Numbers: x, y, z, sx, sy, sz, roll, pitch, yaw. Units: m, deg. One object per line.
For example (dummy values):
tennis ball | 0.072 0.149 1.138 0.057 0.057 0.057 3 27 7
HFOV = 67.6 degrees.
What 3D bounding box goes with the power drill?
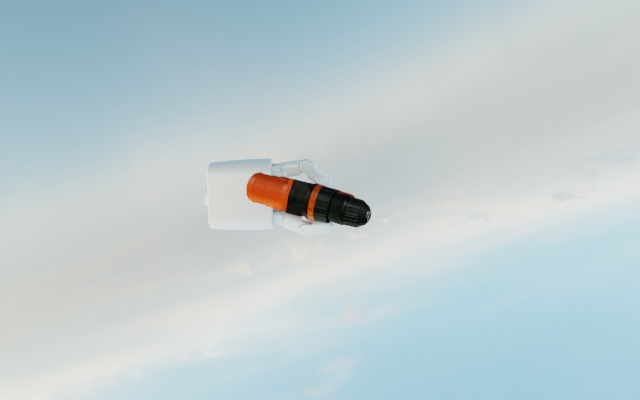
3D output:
power drill | 0.000 0.002 0.738 0.184 0.057 0.187 16 0 15
